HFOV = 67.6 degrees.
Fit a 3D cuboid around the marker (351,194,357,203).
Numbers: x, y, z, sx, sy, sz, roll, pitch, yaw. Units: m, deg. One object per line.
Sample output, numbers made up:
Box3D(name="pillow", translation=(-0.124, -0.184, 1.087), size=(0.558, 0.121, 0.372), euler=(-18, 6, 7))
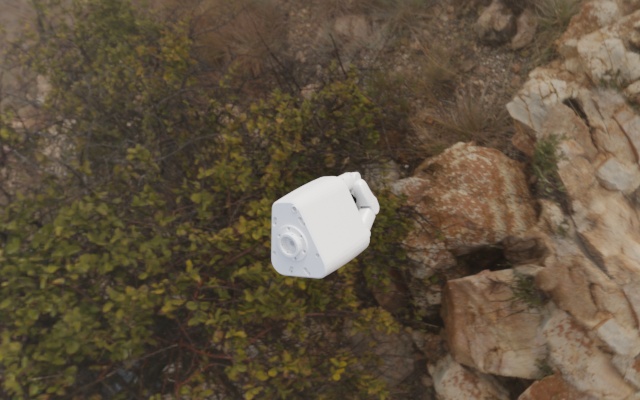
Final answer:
Box3D(name="marker", translation=(0.000, 0.002, 0.707), size=(0.121, 0.020, 0.020), euler=(-3, -2, 36))
